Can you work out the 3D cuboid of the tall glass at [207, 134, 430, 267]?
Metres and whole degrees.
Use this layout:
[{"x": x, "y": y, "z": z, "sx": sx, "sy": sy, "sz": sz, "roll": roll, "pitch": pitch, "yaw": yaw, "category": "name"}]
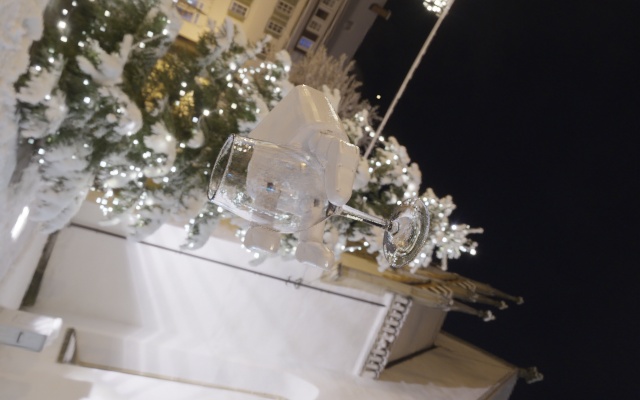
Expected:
[{"x": 0.001, "y": 0.002, "z": 0.449, "sx": 0.201, "sy": 0.079, "sz": 0.079, "roll": 19, "pitch": -8, "yaw": -23, "category": "tall glass"}]
